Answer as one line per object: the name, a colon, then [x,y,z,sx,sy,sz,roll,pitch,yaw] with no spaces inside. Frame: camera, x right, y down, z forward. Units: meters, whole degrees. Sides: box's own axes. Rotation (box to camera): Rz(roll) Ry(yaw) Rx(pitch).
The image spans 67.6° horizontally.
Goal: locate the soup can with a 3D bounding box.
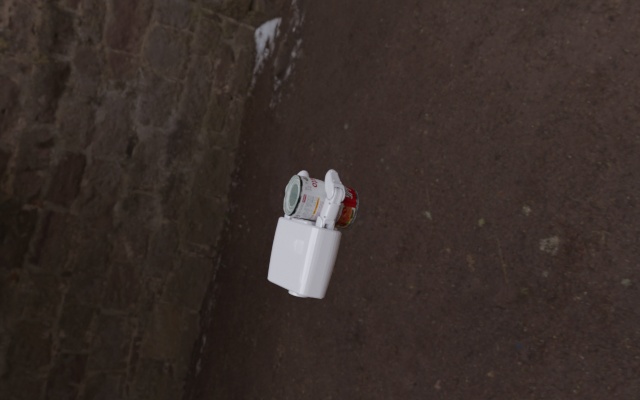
soup can: [0.000,0.002,0.760,0.102,0.068,0.068,13,-5,-23]
